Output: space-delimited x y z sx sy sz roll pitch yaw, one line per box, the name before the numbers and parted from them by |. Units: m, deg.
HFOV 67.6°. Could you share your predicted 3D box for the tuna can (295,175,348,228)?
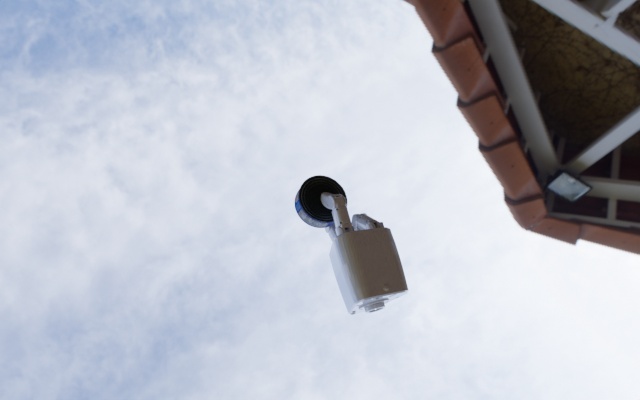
tuna can | 0.000 0.003 0.809 0.086 0.086 0.034 0 -24 -20
